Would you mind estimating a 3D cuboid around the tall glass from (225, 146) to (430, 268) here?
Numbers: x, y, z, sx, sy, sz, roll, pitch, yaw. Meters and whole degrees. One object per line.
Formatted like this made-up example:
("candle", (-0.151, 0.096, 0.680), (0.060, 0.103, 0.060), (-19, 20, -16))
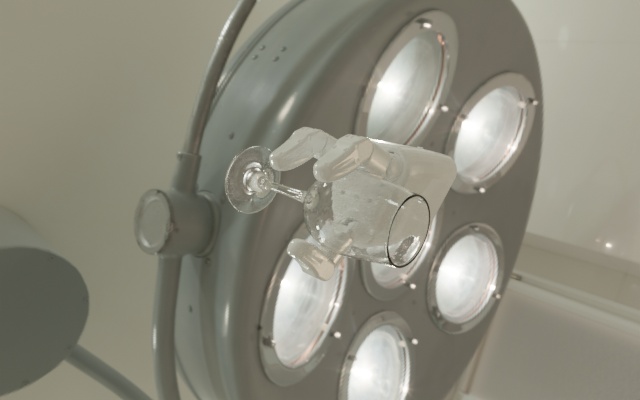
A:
("tall glass", (-0.001, 0.001, 0.447), (0.201, 0.079, 0.079), (18, 12, 41))
